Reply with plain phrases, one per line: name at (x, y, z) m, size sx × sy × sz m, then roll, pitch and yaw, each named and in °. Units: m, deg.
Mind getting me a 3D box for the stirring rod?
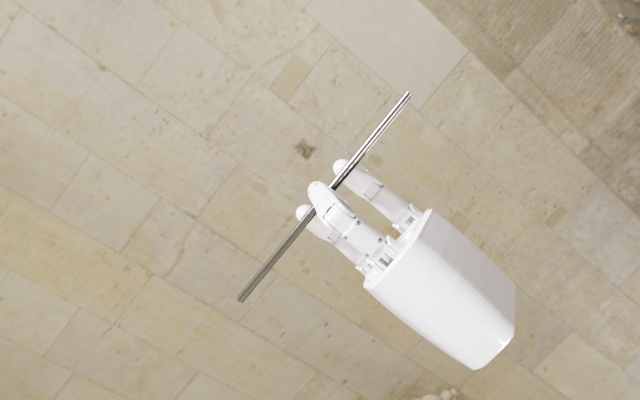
stirring rod at (0.000, 0.001, 0.424) m, size 0.011 × 0.239 × 0.011 m, roll 38°, pitch 10°, yaw -8°
